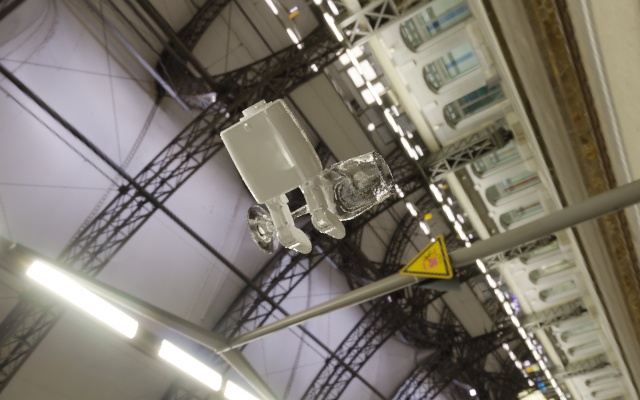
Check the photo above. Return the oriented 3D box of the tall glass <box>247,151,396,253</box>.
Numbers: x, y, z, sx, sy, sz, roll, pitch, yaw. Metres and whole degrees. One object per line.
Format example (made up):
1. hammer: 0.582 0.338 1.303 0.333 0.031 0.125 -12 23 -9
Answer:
1. tall glass: 0.000 0.003 0.657 0.201 0.079 0.079 -25 -9 21
